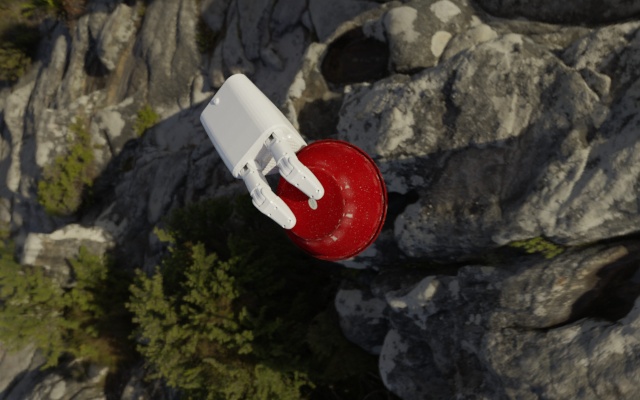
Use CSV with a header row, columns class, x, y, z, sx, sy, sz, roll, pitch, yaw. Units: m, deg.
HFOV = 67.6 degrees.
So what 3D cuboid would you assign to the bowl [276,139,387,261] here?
class,x,y,z,sx,sy,sz,roll,pitch,yaw
bowl,0.001,0.003,0.609,0.162,0.162,0.055,0,4,27
